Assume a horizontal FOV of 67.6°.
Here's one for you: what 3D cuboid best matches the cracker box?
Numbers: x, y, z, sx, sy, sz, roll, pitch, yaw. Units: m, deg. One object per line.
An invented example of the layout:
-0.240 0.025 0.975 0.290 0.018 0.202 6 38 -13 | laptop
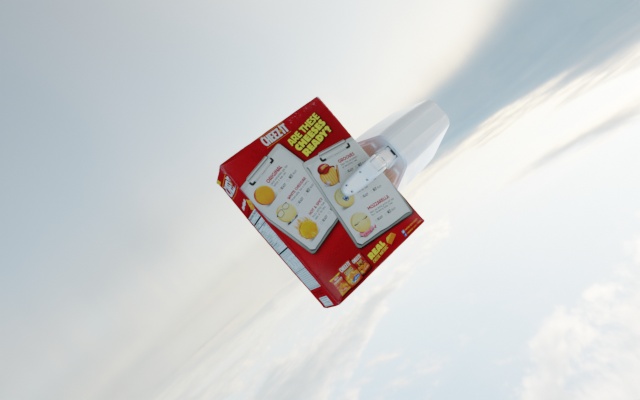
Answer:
0.000 0.002 0.604 0.164 0.213 0.072 -40 -2 -25 | cracker box
